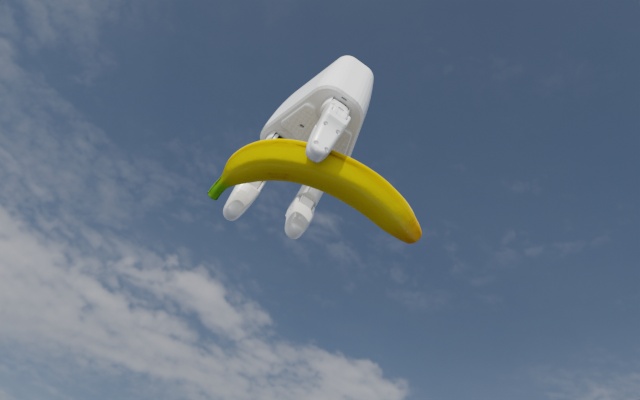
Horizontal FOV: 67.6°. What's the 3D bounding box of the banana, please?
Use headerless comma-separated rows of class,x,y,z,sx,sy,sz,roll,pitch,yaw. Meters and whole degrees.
banana,0.000,-0.015,0.426,0.198,0.070,0.037,13,31,5
